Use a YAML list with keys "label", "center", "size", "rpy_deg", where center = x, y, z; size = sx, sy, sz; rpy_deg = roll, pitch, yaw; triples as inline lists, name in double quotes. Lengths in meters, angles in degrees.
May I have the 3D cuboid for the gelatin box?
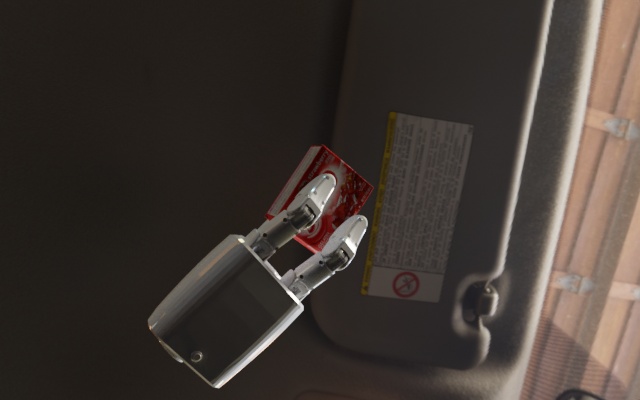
- label: "gelatin box"
  center: [0.000, 0.001, 0.472]
  size: [0.073, 0.089, 0.030]
  rpy_deg: [38, -12, -25]
